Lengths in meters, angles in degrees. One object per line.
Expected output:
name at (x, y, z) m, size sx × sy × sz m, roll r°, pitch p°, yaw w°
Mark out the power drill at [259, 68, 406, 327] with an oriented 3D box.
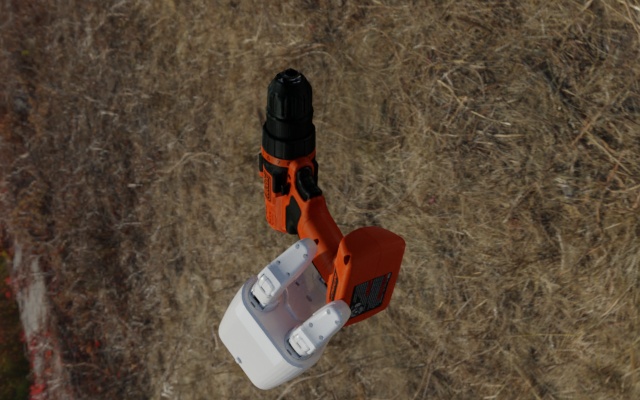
power drill at (0.000, 0.002, 0.424) m, size 0.057 × 0.185 × 0.187 m, roll -17°, pitch 48°, yaw -19°
